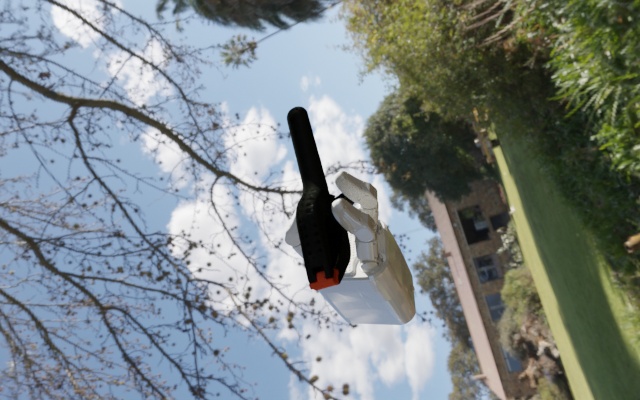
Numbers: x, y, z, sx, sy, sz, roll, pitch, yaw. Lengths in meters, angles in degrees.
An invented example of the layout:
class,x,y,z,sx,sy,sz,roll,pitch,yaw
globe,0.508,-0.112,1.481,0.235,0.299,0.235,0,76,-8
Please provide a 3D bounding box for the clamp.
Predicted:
class,x,y,z,sx,sy,sz,roll,pitch,yaw
clamp,-0.001,0.003,0.535,0.036,0.165,0.209,-20,36,20
